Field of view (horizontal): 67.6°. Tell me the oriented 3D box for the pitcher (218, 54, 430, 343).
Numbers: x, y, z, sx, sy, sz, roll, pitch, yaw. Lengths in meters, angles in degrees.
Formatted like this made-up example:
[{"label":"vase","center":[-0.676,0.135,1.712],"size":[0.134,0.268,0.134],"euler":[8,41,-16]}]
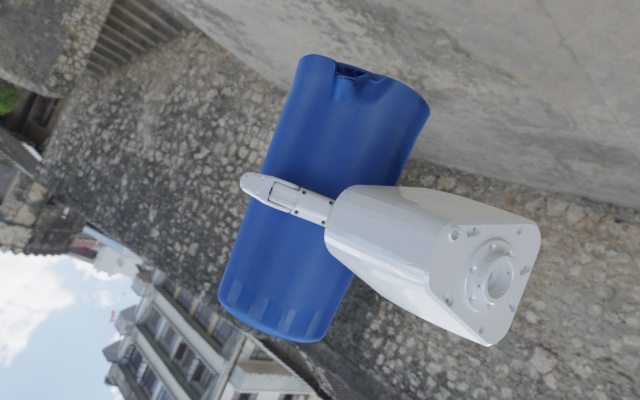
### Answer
[{"label":"pitcher","center":[0.000,0.002,0.459],"size":[0.149,0.243,0.145],"euler":[24,-3,-34]}]
